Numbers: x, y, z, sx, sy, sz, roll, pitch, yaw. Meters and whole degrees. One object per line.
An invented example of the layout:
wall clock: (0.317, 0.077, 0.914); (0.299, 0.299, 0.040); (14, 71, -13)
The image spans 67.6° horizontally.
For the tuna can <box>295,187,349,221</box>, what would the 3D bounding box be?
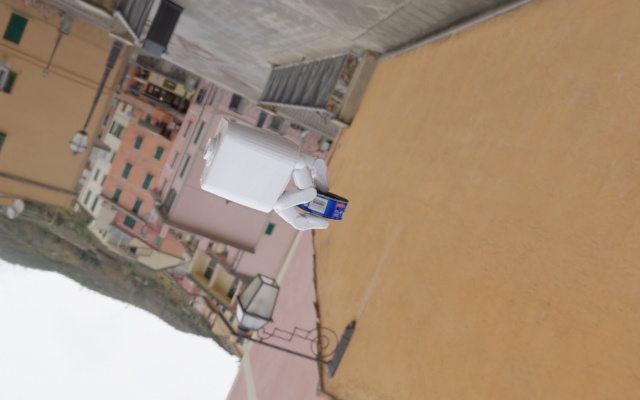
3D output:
tuna can: (0.000, 0.003, 0.763); (0.086, 0.034, 0.086); (19, 6, -2)
